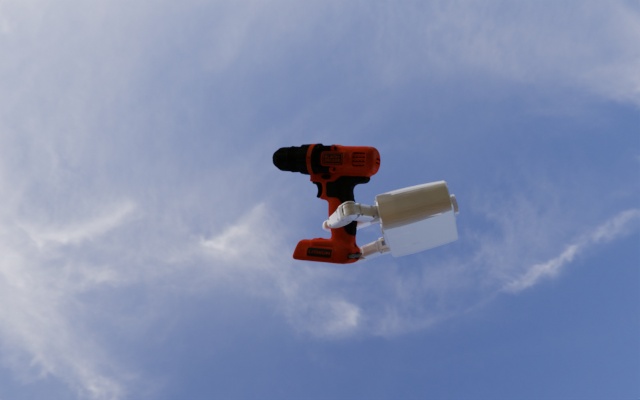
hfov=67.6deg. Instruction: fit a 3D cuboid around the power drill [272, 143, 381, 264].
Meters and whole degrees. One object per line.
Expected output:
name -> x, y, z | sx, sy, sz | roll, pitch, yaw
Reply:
power drill -> 0.000, 0.003, 0.758 | 0.184, 0.187, 0.057 | 3, 0, 27
